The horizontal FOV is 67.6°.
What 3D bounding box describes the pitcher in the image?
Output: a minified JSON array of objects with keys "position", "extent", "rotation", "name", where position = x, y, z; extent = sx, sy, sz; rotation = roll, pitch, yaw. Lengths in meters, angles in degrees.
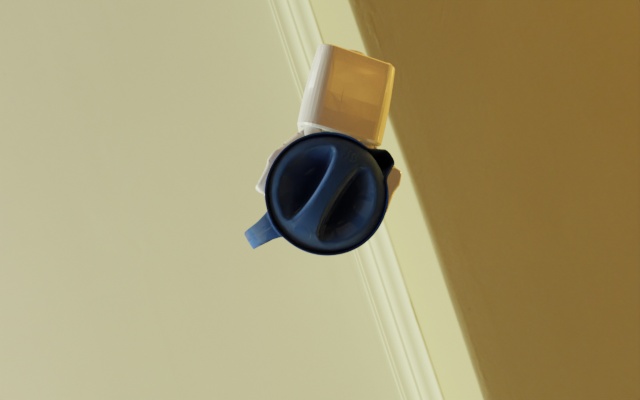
[{"position":[0.000,0.002,0.622],"extent":[0.149,0.145,0.243],"rotation":[13,-2,2],"name":"pitcher"}]
